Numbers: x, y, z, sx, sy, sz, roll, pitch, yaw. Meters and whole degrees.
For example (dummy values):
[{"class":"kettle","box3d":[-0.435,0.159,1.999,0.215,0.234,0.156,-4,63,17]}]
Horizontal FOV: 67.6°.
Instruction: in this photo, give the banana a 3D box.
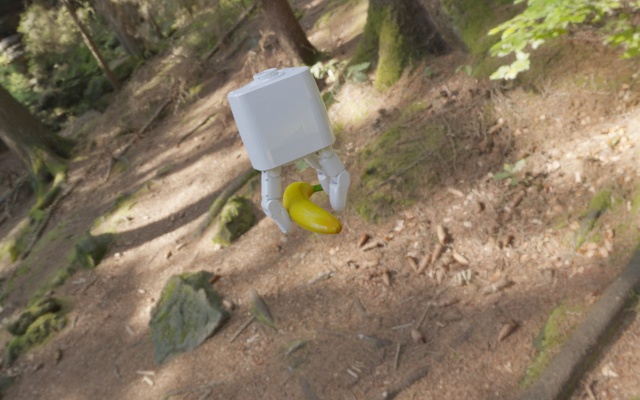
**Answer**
[{"class":"banana","box3d":[-0.019,0.005,0.689,0.069,0.037,0.197,-12,21,-3]}]
